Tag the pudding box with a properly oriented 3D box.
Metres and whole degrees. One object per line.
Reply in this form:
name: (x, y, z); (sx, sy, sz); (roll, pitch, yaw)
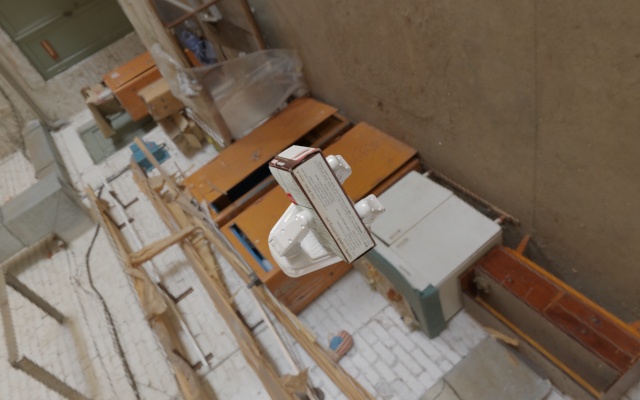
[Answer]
pudding box: (0.000, 0.002, 0.477); (0.039, 0.113, 0.090); (-37, 18, -11)
